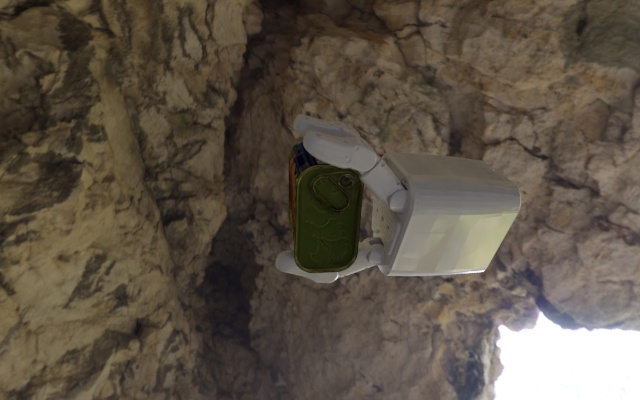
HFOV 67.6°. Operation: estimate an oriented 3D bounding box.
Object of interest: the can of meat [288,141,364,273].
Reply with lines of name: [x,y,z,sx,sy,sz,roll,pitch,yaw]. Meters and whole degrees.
can of meat: [0.000,0.001,0.442,0.057,0.102,0.084,-2,25,-9]
